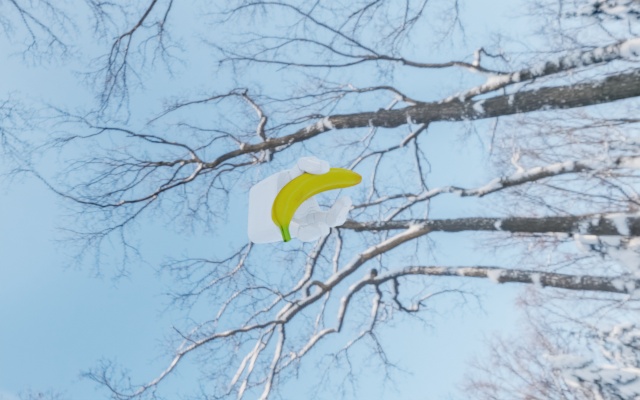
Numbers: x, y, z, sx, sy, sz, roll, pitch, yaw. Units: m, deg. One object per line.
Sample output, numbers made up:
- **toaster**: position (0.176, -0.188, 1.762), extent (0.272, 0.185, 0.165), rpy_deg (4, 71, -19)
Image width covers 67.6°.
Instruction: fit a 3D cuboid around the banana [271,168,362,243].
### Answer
- **banana**: position (-0.013, -0.011, 0.728), extent (0.197, 0.069, 0.037), rpy_deg (-39, 2, -39)
